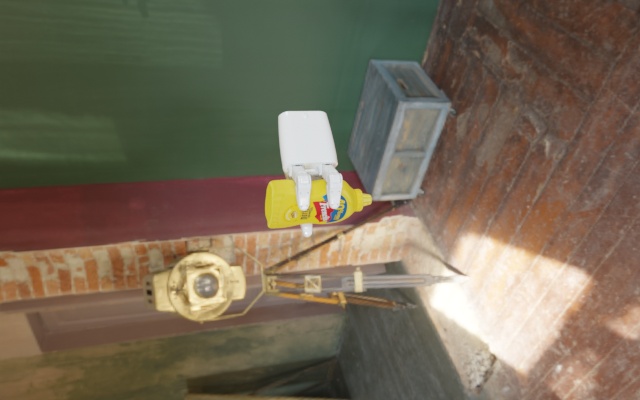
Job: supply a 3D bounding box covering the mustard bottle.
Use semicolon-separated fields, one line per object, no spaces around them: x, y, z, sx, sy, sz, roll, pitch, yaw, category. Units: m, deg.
0.000;0.003;0.858;0.191;0.096;0.058;-3;45;-16;mustard bottle
